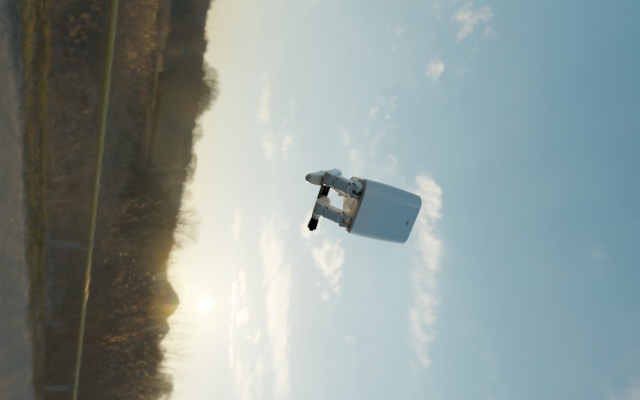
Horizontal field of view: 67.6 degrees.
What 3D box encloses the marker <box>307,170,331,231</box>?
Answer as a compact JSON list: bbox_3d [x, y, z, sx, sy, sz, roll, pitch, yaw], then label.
[{"bbox_3d":[0.000,0.003,0.870,0.020,0.121,0.020,16,22,-7],"label":"marker"}]
